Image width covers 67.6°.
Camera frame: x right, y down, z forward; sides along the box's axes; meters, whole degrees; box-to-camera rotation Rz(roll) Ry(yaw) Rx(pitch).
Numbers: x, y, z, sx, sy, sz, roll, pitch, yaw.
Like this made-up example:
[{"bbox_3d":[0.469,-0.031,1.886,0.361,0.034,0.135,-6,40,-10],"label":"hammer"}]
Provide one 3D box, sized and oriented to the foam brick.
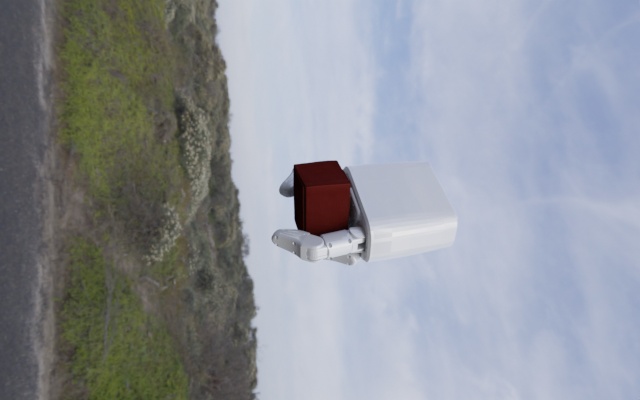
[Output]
[{"bbox_3d":[0.000,0.002,0.526,0.051,0.078,0.053,-7,34,-12],"label":"foam brick"}]
